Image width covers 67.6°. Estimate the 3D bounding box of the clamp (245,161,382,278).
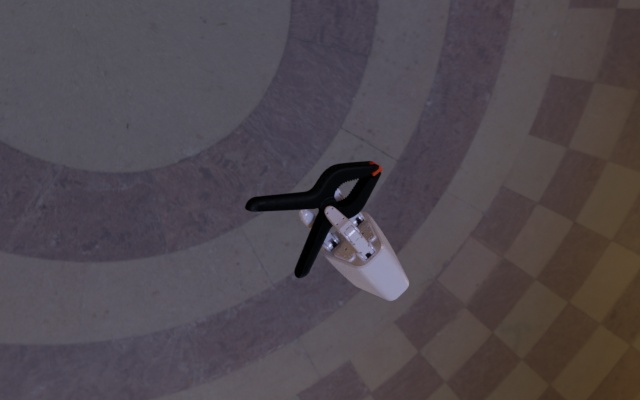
[{"bbox_3d":[0.001,0.002,0.714,0.165,0.210,0.036,51,-5,-36],"label":"clamp"}]
